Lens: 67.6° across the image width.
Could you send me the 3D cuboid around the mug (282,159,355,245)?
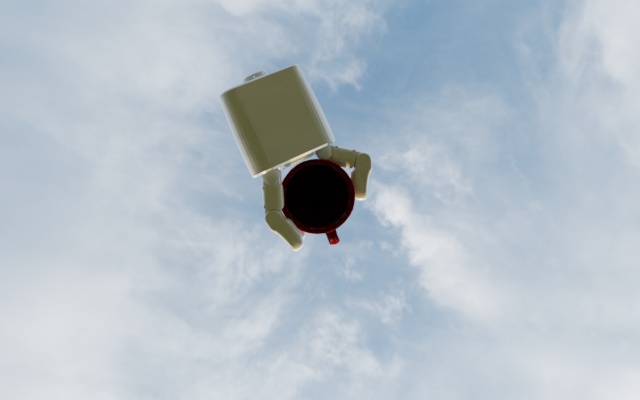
[{"bbox_3d":[0.001,0.003,0.624,0.093,0.117,0.081,-23,7,1],"label":"mug"}]
